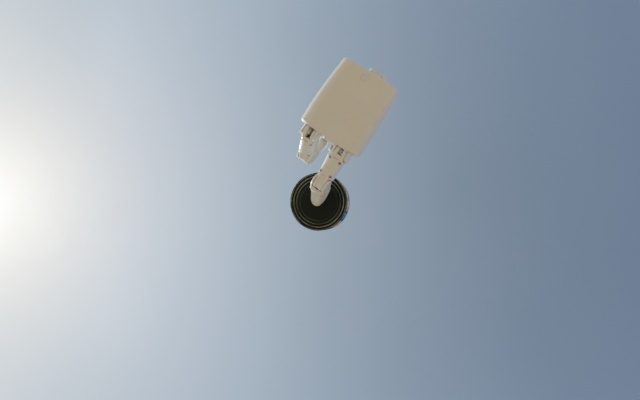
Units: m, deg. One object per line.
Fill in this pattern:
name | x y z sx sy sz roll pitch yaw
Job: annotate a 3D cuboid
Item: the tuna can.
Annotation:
tuna can | 0.000 0.002 0.715 0.086 0.086 0.034 0 -3 13
